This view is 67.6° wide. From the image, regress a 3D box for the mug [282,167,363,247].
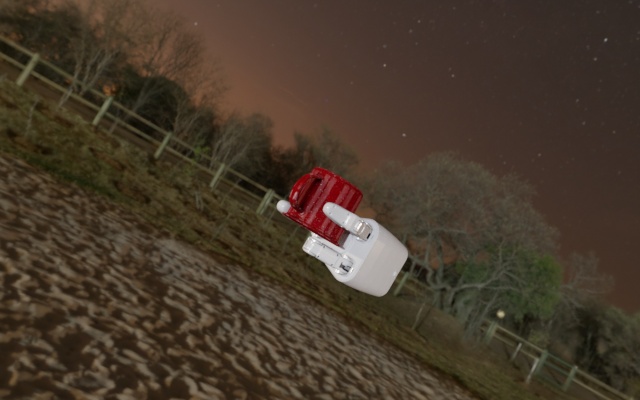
[{"bbox_3d":[-0.001,0.001,0.658,0.093,0.081,0.117,26,-7,42],"label":"mug"}]
